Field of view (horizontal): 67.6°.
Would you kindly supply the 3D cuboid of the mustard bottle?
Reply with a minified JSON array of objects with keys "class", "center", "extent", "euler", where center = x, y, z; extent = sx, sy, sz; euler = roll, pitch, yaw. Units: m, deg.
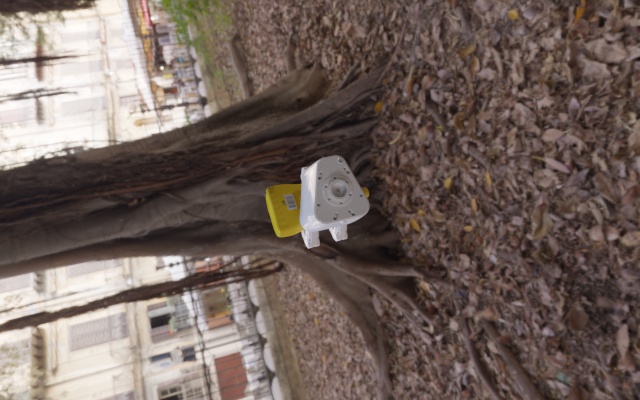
[{"class":"mustard bottle","center":[0.000,0.003,0.894],"extent":[0.191,0.096,0.058],"euler":[-12,-30,-14]}]
